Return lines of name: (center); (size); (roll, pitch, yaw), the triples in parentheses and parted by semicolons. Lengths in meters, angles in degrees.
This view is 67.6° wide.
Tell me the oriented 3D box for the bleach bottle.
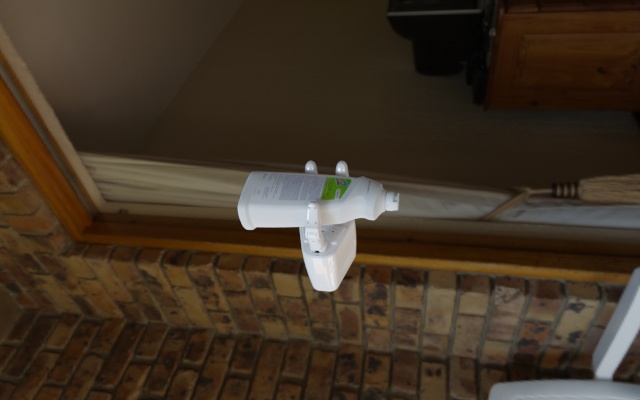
bleach bottle: (0.000, 0.002, 0.781); (0.251, 0.102, 0.068); (3, -41, 12)
